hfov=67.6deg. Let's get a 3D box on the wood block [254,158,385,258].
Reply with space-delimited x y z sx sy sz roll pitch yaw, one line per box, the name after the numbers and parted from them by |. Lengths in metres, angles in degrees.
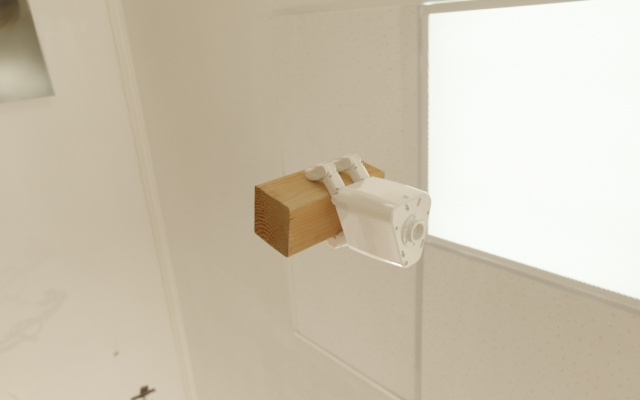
0.000 0.003 0.785 0.206 0.091 0.090 -21 38 -38 | wood block
